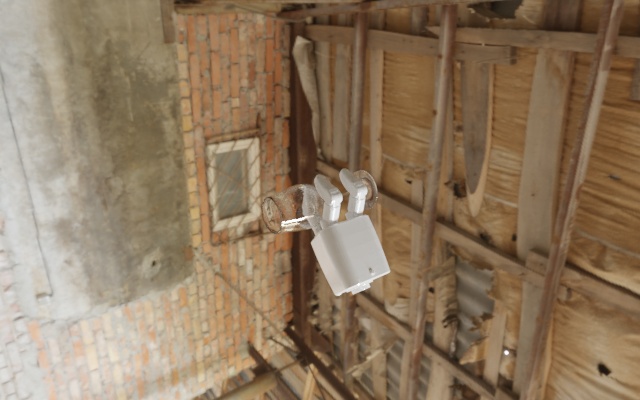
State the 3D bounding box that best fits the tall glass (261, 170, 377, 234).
[{"bbox_3d":[0.001,0.002,0.823,0.201,0.079,0.079,-15,8,-34],"label":"tall glass"}]
